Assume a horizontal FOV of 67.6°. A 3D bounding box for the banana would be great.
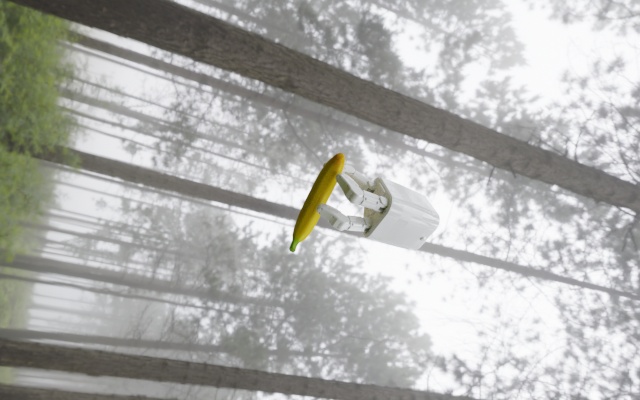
[{"bbox_3d":[-0.004,0.000,0.859,0.037,0.198,0.069,22,14,-14],"label":"banana"}]
